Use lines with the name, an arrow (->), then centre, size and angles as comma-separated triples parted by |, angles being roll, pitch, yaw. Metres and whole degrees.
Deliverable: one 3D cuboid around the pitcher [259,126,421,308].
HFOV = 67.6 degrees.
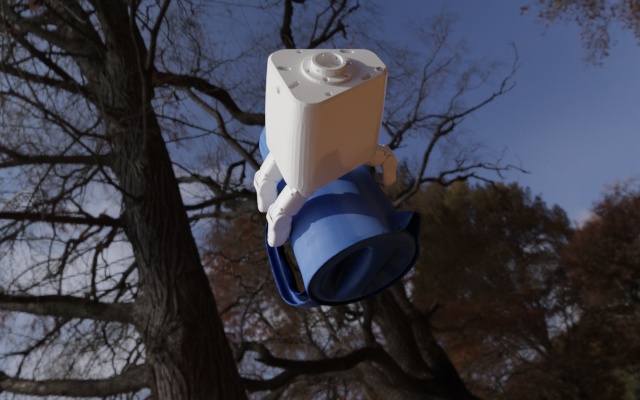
pitcher -> 0.000, 0.002, 0.586 | 0.149, 0.242, 0.145 | -13, -39, -17
